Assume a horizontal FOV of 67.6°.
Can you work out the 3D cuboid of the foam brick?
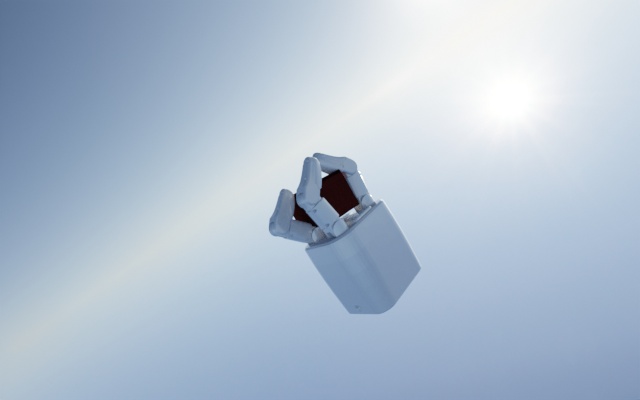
[{"bbox_3d":[0.000,0.002,0.611,0.053,0.051,0.078,-33,5,-30],"label":"foam brick"}]
